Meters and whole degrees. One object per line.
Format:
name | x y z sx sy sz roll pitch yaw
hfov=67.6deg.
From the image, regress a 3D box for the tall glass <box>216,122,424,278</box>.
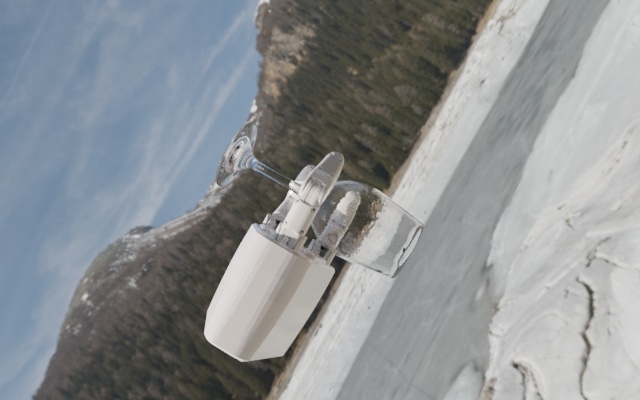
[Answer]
tall glass | 0.000 0.001 0.478 0.201 0.079 0.079 29 3 6
